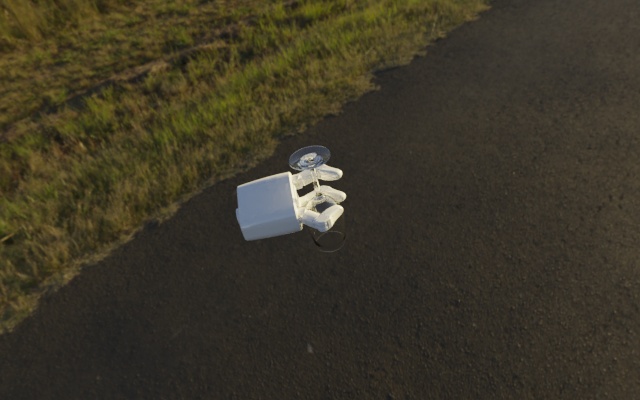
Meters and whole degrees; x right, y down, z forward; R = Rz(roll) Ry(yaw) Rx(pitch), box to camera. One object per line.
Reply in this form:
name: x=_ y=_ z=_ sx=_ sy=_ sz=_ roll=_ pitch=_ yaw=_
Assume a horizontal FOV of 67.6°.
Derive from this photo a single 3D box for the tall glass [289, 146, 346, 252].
tall glass: x=0.000 y=0.002 z=0.886 sx=0.079 sy=0.201 sz=0.079 roll=-9 pitch=37 yaw=7
